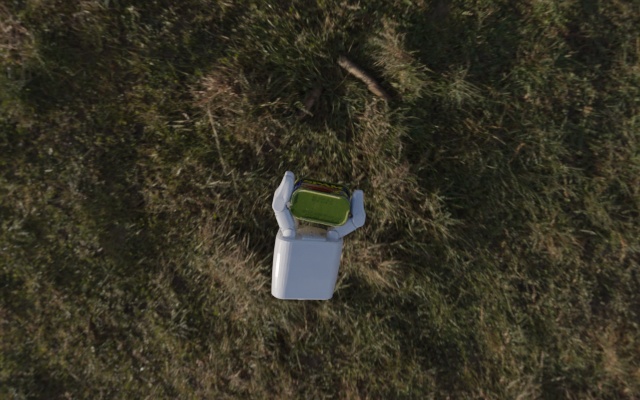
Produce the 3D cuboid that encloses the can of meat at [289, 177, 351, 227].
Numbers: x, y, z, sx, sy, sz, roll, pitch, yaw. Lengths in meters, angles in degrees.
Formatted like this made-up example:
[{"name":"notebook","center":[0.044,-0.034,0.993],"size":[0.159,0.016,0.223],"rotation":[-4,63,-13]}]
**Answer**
[{"name":"can of meat","center":[0.000,0.003,0.797],"size":[0.102,0.057,0.084],"rotation":[11,14,-1]}]
